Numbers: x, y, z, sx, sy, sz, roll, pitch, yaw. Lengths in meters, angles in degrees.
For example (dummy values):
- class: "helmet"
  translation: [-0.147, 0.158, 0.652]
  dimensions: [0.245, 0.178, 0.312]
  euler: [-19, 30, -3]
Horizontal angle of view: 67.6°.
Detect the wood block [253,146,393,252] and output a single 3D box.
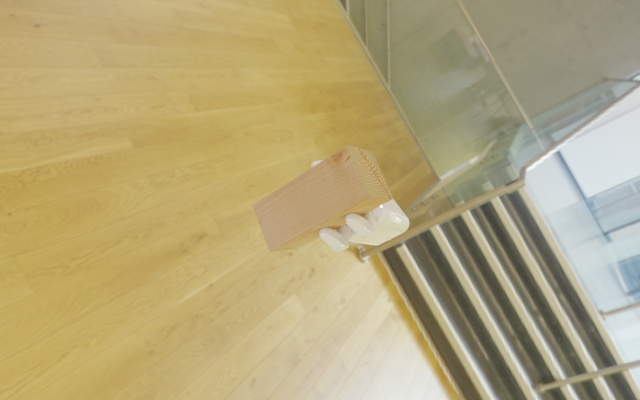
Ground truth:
- class: "wood block"
  translation: [0.000, 0.002, 0.792]
  dimensions: [0.206, 0.090, 0.090]
  euler: [-30, -17, 29]
